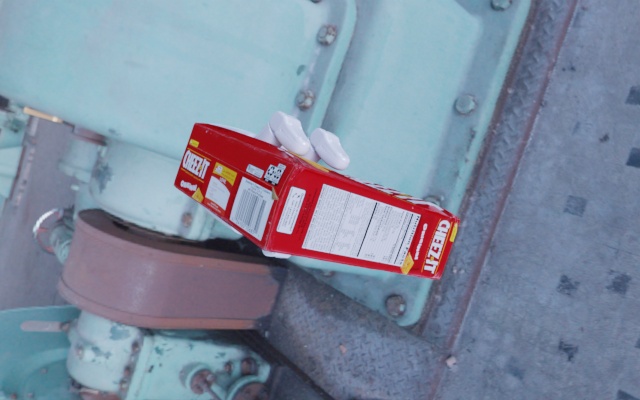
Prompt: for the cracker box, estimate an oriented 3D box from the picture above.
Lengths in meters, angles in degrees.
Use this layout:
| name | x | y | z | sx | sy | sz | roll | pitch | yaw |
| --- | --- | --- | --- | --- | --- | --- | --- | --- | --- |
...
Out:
| name | x | y | z | sx | sy | sz | roll | pitch | yaw |
| --- | --- | --- | --- | --- | --- | --- | --- | --- | --- |
| cracker box | 0.000 | 0.002 | 0.442 | 0.214 | 0.072 | 0.164 | 15 | 7 | -42 |
